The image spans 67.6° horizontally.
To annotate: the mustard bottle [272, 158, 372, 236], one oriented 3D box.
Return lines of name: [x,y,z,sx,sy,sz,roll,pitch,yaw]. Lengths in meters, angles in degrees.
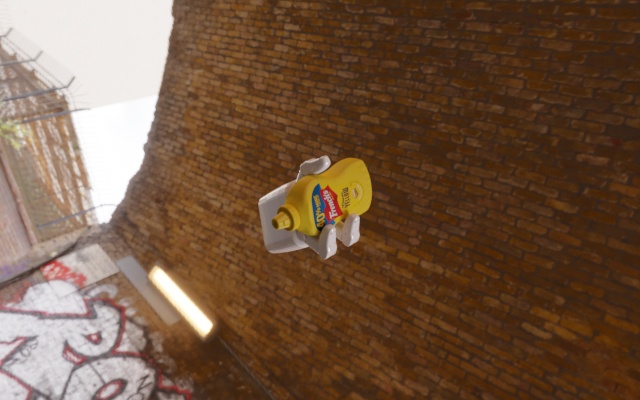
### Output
mustard bottle: [0.001,0.002,0.764,0.191,0.096,0.058,-25,27,-38]
